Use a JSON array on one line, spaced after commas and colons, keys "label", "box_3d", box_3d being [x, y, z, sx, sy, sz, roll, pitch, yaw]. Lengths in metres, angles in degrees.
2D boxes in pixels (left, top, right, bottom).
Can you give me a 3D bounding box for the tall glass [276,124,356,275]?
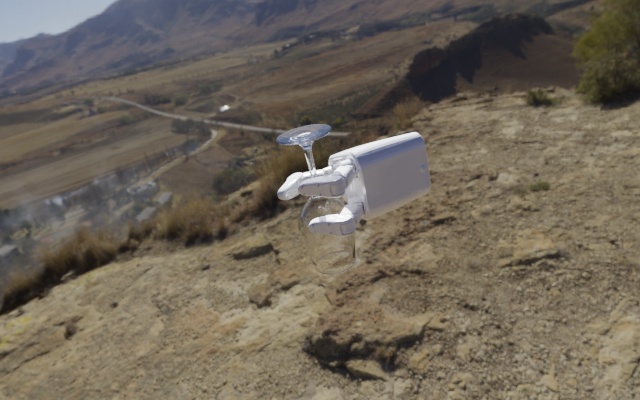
[{"label": "tall glass", "box_3d": [0.000, 0.002, 0.658, 0.079, 0.201, 0.079, -11, 23, 5]}]
